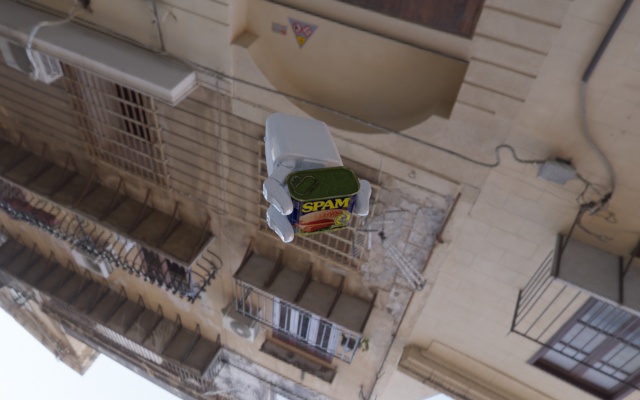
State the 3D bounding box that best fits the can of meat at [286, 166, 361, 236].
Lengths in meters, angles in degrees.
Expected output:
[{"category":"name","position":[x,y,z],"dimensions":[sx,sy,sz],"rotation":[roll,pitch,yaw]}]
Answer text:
[{"category":"can of meat","position":[0.000,0.003,0.696],"dimensions":[0.102,0.057,0.084],"rotation":[-7,-41,-14]}]
